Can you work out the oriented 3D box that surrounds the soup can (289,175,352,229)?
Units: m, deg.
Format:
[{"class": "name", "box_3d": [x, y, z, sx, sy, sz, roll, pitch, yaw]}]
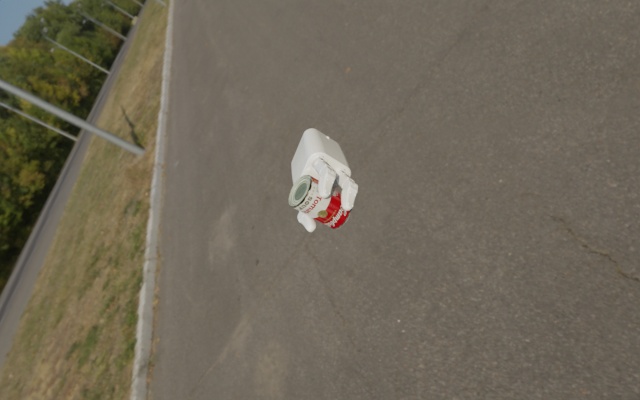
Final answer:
[{"class": "soup can", "box_3d": [0.000, 0.003, 0.891, 0.102, 0.068, 0.068, 29, -15, -29]}]
